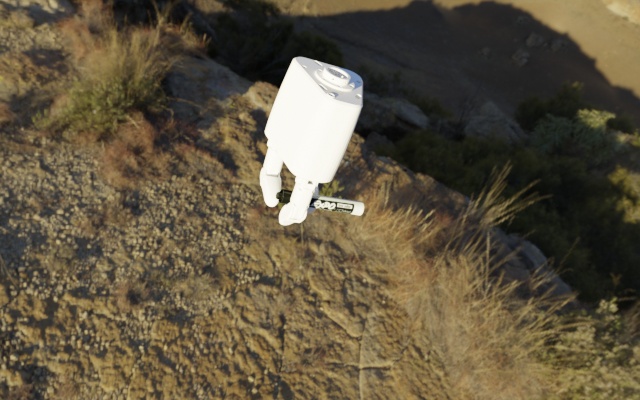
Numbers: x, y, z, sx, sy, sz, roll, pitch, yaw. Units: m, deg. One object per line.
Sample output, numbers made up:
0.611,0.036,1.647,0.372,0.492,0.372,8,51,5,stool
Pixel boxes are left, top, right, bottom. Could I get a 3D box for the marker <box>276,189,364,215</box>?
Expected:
0.000,0.002,0.622,0.121,0.020,0.020,9,-4,-23,marker
